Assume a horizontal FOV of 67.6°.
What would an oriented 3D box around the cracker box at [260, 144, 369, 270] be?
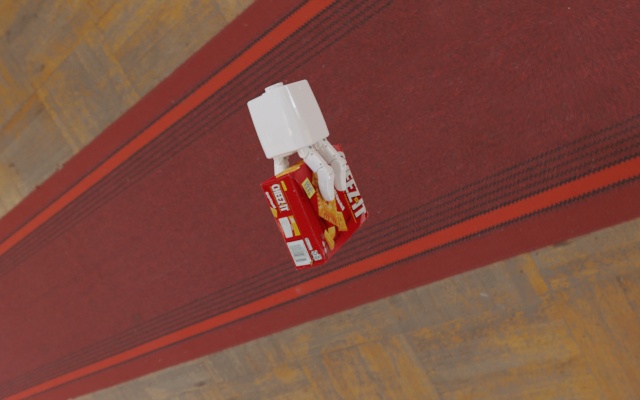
[{"bbox_3d":[0.000,0.003,0.871,0.072,0.164,0.213,-15,12,31],"label":"cracker box"}]
